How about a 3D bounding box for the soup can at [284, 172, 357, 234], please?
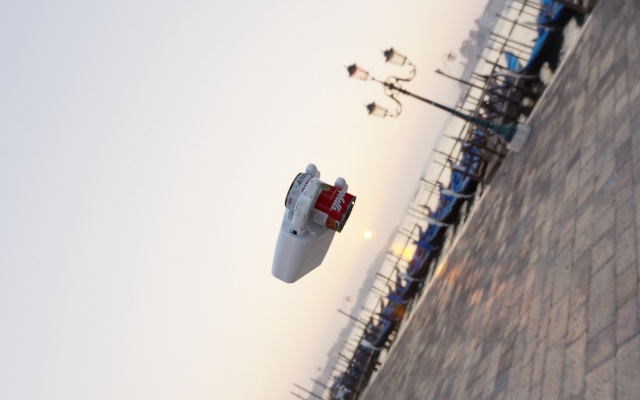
[{"bbox_3d":[0.000,0.002,0.787,0.102,0.068,0.068,25,4,10],"label":"soup can"}]
